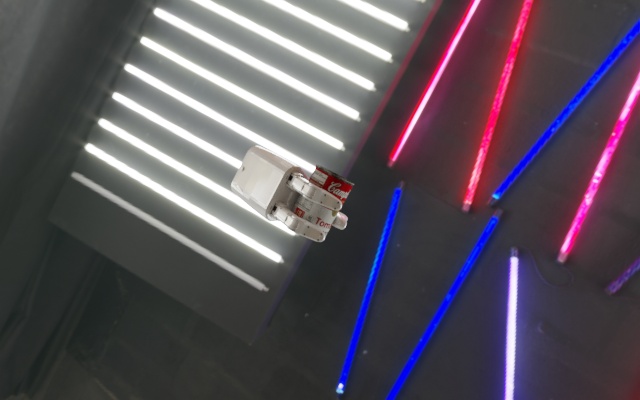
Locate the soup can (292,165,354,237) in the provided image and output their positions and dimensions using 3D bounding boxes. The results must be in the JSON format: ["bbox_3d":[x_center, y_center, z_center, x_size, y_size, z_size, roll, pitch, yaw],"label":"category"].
[{"bbox_3d":[0.000,0.003,0.762,0.068,0.102,0.068,28,5,-3],"label":"soup can"}]
